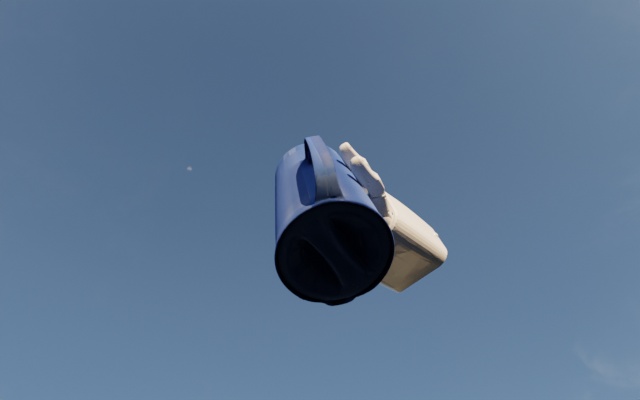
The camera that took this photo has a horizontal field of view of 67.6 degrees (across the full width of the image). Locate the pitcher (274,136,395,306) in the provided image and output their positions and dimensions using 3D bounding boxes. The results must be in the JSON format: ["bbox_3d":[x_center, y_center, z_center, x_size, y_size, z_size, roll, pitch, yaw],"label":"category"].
[{"bbox_3d":[0.000,0.002,0.618,0.145,0.149,0.242,32,17,-22],"label":"pitcher"}]
